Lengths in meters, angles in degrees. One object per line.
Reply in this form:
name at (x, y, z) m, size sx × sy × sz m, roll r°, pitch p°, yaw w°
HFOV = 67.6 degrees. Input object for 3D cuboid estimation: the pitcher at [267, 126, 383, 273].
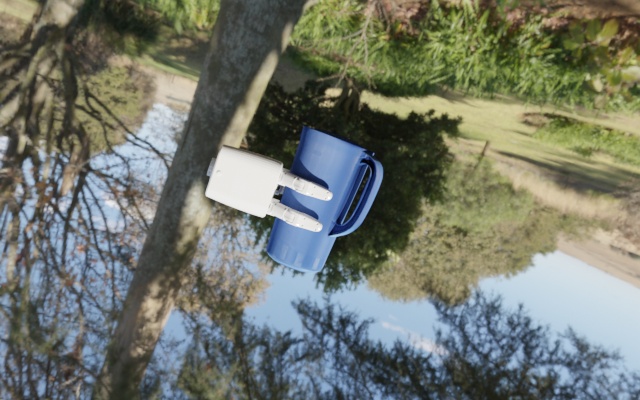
pitcher at (0.000, 0.003, 0.841) m, size 0.145 × 0.243 × 0.149 m, roll 19°, pitch 7°, yaw -10°
